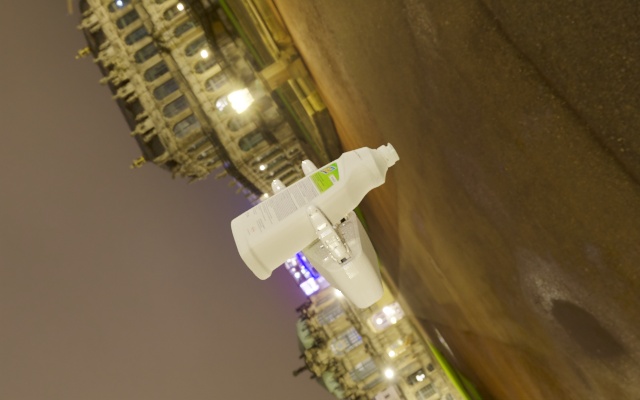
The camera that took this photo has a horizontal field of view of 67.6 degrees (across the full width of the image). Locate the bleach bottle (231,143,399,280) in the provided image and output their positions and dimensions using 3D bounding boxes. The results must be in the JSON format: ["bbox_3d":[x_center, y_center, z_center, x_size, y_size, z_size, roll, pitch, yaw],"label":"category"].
[{"bbox_3d":[0.000,0.002,0.667,0.251,0.068,0.102,-32,38,1],"label":"bleach bottle"}]
